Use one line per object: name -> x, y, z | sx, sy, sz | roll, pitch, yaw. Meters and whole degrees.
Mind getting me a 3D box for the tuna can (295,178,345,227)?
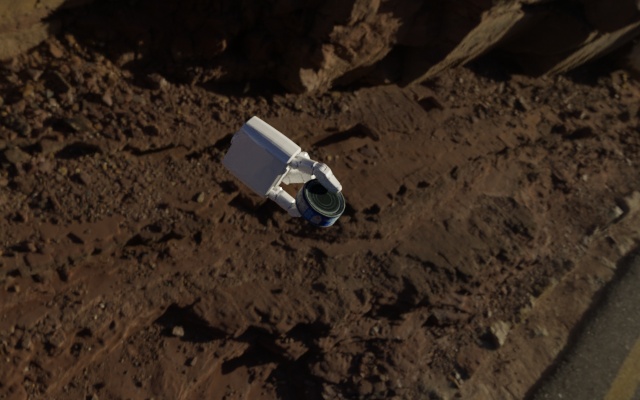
tuna can -> 0.000, 0.002, 0.849 | 0.086, 0.086, 0.034 | 0, -34, -35
